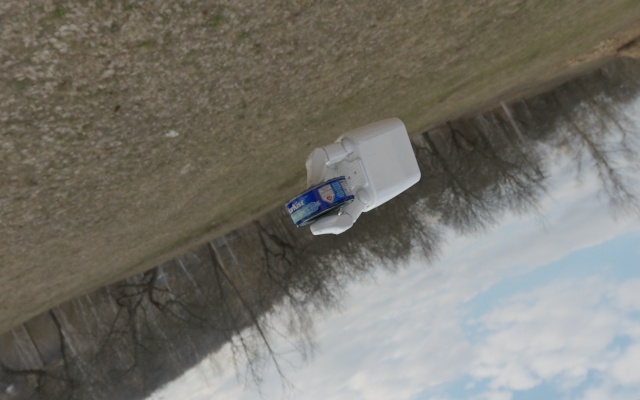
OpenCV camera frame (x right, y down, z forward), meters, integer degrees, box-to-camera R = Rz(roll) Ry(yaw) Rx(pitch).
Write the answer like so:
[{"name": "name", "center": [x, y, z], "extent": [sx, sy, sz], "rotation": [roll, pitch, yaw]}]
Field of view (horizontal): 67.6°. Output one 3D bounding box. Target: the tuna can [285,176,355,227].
[{"name": "tuna can", "center": [0.000, 0.003, 0.615], "extent": [0.086, 0.033, 0.086], "rotation": [-25, -6, -3]}]
